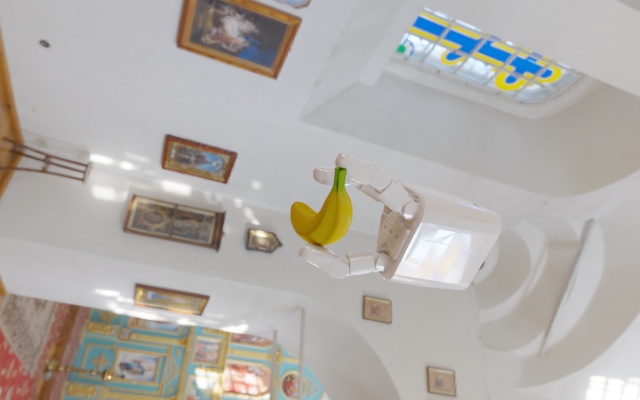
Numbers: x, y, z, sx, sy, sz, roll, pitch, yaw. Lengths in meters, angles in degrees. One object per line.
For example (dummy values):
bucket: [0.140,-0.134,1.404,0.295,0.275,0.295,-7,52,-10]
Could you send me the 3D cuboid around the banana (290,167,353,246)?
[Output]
banana: [-0.001,0.019,0.549,0.037,0.069,0.198,9,-14,-17]
